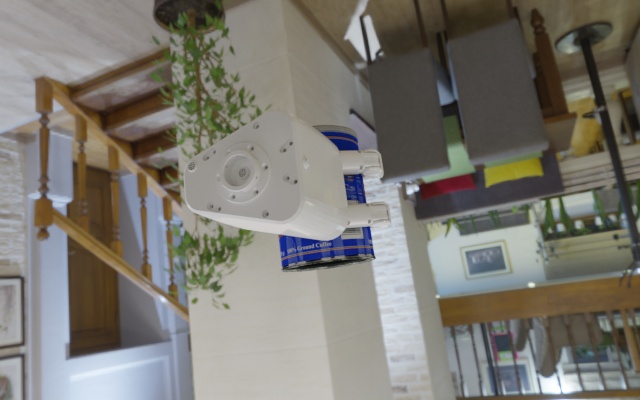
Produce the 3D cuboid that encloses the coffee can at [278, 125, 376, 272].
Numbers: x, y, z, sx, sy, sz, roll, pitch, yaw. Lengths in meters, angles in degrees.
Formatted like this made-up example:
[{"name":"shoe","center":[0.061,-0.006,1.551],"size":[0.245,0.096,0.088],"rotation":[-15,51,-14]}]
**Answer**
[{"name":"coffee can","center":[0.000,0.002,0.525],"size":[0.103,0.140,0.103],"rotation":[-7,-12,-2]}]
